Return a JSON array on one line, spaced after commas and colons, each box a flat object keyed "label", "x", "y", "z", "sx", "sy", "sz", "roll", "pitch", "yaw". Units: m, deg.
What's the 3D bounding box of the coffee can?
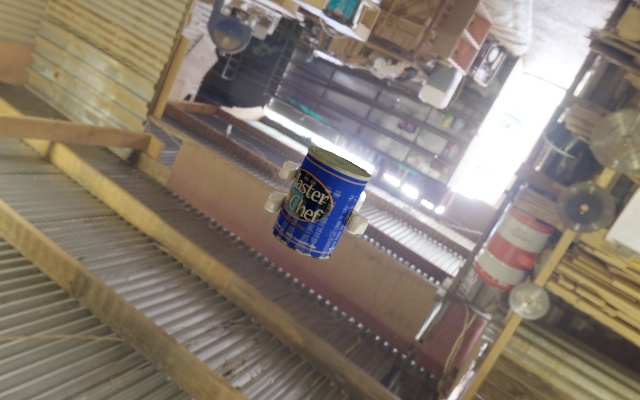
[{"label": "coffee can", "x": 0.000, "y": 0.002, "z": 0.722, "sx": 0.103, "sy": 0.140, "sz": 0.102, "roll": 24, "pitch": 14, "yaw": -6}]
